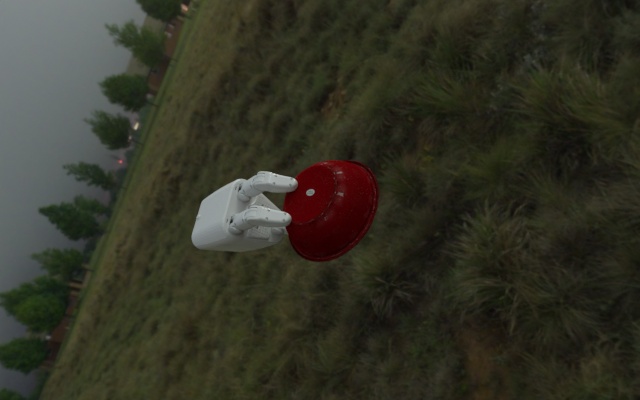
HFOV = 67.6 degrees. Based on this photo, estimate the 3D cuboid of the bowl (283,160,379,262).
[{"bbox_3d":[0.001,0.002,0.673,0.162,0.162,0.055,0,-26,41],"label":"bowl"}]
